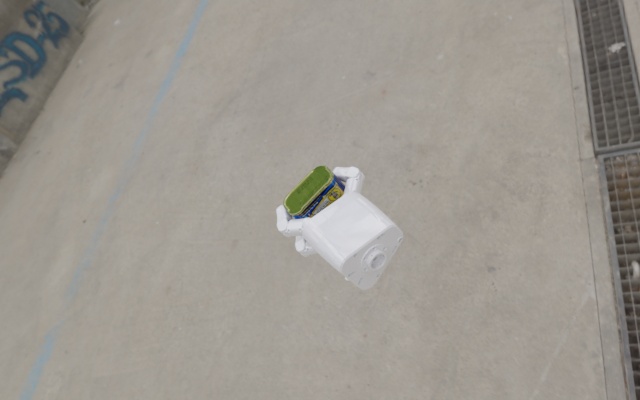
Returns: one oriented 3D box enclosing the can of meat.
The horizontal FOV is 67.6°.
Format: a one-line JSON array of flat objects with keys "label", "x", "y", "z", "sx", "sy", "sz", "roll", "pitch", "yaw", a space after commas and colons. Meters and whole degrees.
[{"label": "can of meat", "x": 0.000, "y": 0.002, "z": 0.790, "sx": 0.084, "sy": 0.102, "sz": 0.057, "roll": 44, "pitch": 0, "yaw": -43}]
